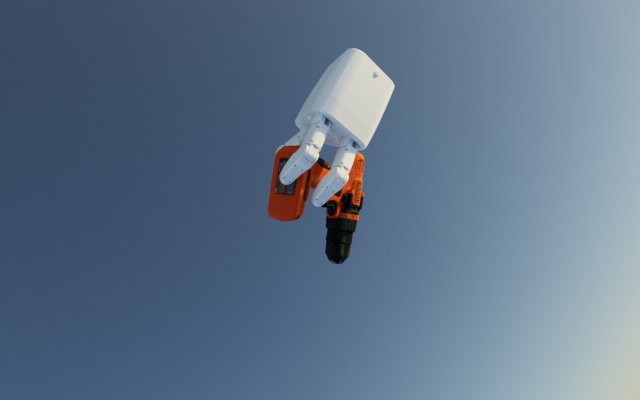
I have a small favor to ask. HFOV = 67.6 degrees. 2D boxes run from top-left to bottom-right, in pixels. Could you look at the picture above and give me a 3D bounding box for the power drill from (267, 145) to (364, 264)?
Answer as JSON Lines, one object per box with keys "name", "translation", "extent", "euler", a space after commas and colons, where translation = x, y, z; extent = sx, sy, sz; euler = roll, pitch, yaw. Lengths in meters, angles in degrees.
{"name": "power drill", "translation": [0.000, 0.002, 0.717], "extent": [0.057, 0.184, 0.188], "euler": [4, -5, 32]}
